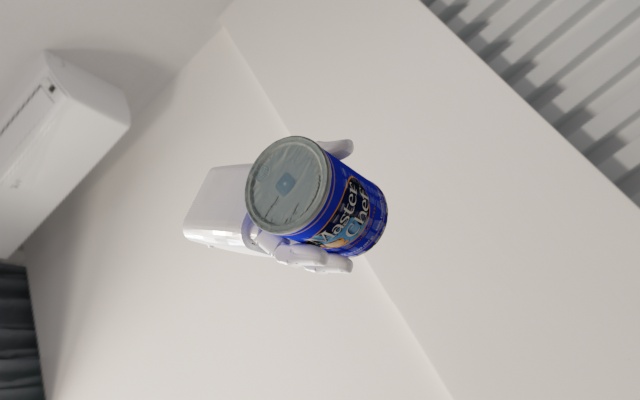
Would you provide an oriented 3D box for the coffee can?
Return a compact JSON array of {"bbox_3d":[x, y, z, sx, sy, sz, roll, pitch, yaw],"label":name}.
[{"bbox_3d":[0.000,0.002,0.530,0.103,0.102,0.140,0,-16,33],"label":"coffee can"}]
